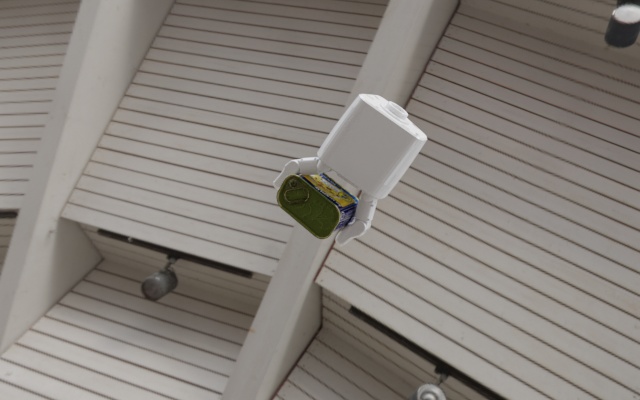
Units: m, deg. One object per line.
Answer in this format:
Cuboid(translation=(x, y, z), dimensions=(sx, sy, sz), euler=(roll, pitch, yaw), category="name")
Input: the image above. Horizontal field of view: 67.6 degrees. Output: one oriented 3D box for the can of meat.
Cuboid(translation=(0.000, 0.002, 0.705), dimensions=(0.102, 0.057, 0.084), euler=(38, 24, 16), category="can of meat")
